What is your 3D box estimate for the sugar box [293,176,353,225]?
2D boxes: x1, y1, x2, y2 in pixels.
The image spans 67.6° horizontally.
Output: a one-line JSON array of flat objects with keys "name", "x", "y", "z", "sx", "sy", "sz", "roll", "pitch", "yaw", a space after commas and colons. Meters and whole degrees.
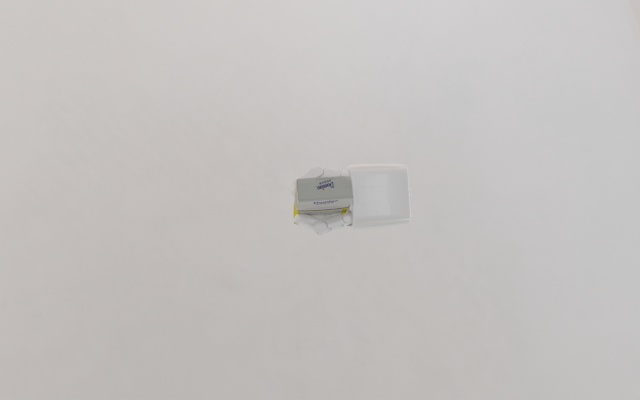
[{"name": "sugar box", "x": 0.000, "y": 0.002, "z": 0.855, "sx": 0.093, "sy": 0.048, "sz": 0.176, "roll": -4, "pitch": -17, "yaw": -7}]
